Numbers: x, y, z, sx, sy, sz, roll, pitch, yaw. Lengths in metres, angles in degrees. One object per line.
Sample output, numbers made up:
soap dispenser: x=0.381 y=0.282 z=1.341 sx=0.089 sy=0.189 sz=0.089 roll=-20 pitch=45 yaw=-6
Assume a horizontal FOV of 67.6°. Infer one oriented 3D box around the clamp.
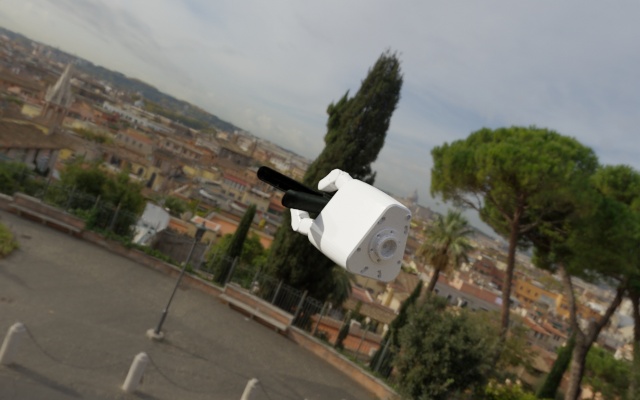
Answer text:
clamp: x=0.001 y=0.002 z=0.760 sx=0.210 sy=0.036 sz=0.164 roll=21 pitch=10 yaw=-32
